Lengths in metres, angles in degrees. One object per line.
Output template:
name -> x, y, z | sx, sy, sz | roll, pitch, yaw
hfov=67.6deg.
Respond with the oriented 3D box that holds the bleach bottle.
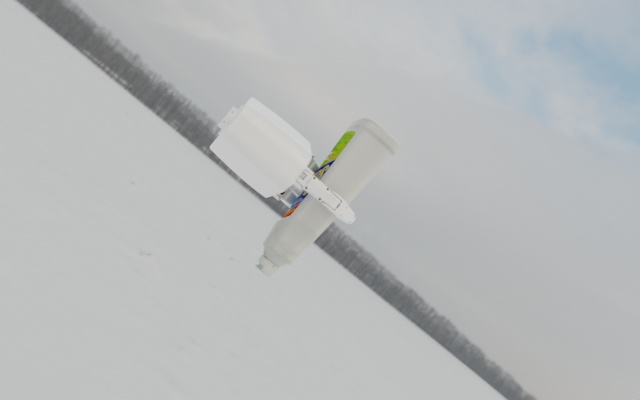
bleach bottle -> 0.000, 0.002, 0.665 | 0.068, 0.251, 0.102 | 40, -4, -13
